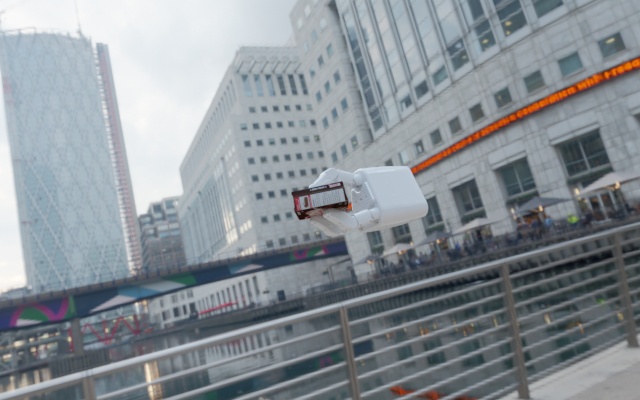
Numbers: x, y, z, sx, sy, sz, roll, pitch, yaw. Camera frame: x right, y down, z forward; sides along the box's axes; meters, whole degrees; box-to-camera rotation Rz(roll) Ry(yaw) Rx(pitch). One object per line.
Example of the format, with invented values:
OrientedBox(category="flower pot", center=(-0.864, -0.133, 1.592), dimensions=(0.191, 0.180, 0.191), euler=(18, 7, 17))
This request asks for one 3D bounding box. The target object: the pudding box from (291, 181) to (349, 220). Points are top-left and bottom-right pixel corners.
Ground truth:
OrientedBox(category="pudding box", center=(0.000, 0.002, 0.812), dimensions=(0.090, 0.039, 0.113), euler=(-13, -12, 0))
